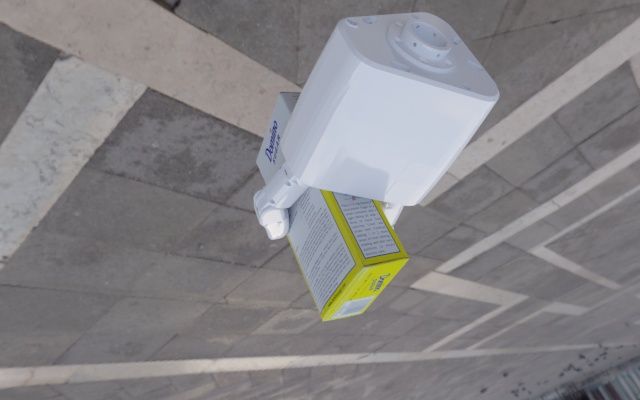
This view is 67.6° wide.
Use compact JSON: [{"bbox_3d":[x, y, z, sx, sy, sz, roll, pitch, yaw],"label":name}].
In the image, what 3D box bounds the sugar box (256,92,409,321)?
[{"bbox_3d":[0.001,0.001,0.402,0.048,0.176,0.093,-5,-35,-27],"label":"sugar box"}]
